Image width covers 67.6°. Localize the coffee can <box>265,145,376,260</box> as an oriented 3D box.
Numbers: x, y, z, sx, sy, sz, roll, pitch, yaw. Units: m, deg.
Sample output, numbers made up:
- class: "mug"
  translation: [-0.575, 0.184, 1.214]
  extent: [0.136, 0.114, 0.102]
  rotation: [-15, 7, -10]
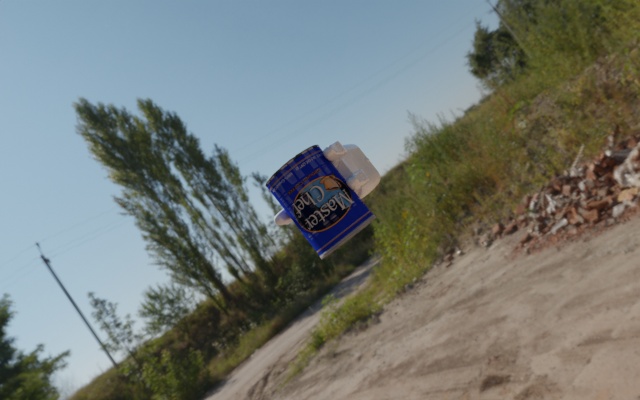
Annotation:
- class: "coffee can"
  translation: [0.000, 0.003, 0.717]
  extent: [0.103, 0.140, 0.103]
  rotation: [-38, -5, -4]
